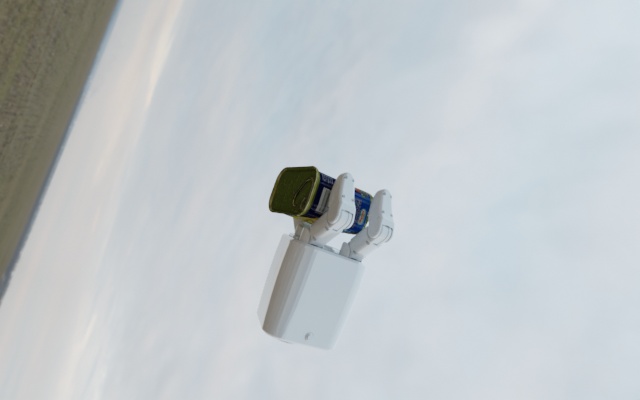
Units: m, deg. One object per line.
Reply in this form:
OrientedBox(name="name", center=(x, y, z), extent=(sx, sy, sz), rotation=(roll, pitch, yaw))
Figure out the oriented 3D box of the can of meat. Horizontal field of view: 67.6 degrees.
OrientedBox(name="can of meat", center=(0.000, 0.002, 0.559), extent=(0.084, 0.057, 0.102), rotation=(23, -9, -28))
